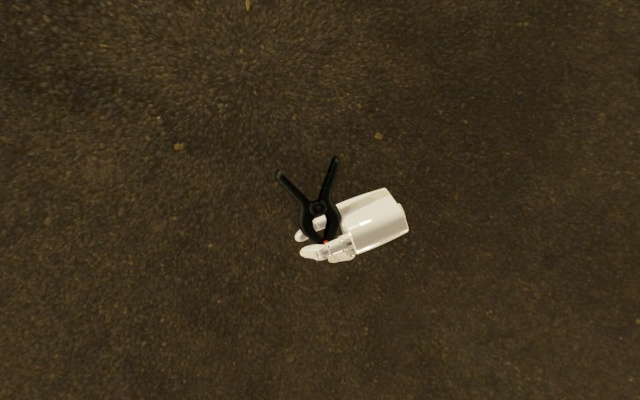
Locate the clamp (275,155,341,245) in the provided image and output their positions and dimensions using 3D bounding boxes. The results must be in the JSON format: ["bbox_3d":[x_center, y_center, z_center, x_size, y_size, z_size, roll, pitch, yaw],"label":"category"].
[{"bbox_3d":[0.000,0.003,0.862,0.120,0.171,0.039,-22,17,-3],"label":"clamp"}]
